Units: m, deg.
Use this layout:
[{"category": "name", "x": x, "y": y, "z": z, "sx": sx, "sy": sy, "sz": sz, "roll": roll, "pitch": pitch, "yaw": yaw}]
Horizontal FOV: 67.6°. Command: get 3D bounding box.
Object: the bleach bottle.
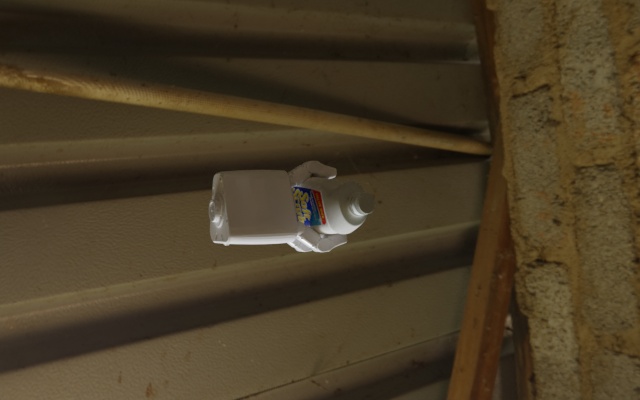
[{"category": "bleach bottle", "x": 0.000, "y": 0.003, "z": 0.754, "sx": 0.068, "sy": 0.102, "sz": 0.251, "roll": 0, "pitch": -3, "yaw": -30}]
